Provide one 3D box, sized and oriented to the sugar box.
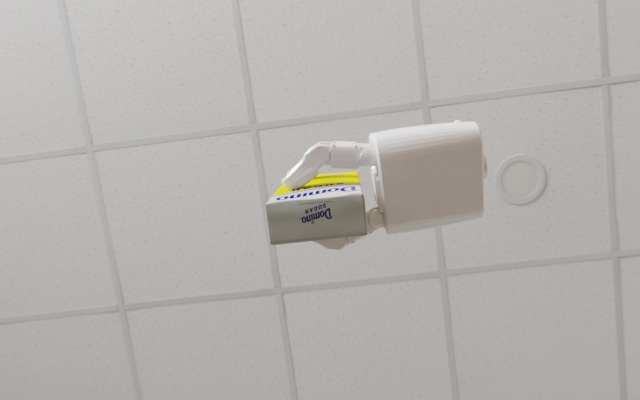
[{"bbox_3d":[0.000,0.001,0.516,0.093,0.048,0.176,-6,8,3],"label":"sugar box"}]
